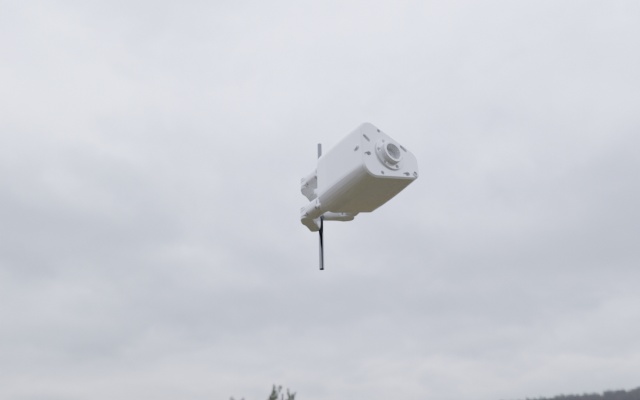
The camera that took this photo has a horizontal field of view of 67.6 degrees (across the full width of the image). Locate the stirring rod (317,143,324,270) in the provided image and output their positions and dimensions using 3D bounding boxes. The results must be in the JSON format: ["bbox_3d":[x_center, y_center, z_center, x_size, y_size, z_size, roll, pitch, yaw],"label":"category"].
[{"bbox_3d":[0.000,0.003,0.795,0.011,0.239,0.011,-1,-31,0],"label":"stirring rod"}]
